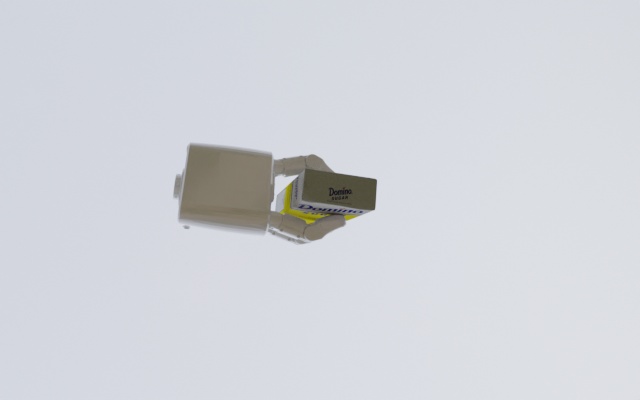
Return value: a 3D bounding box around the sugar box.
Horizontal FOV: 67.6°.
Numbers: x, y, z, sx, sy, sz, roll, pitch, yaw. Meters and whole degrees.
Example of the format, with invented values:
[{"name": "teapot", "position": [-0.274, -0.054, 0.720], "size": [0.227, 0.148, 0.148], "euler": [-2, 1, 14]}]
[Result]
[{"name": "sugar box", "position": [0.000, 0.003, 0.637], "size": [0.093, 0.048, 0.176], "euler": [8, -9, -14]}]
